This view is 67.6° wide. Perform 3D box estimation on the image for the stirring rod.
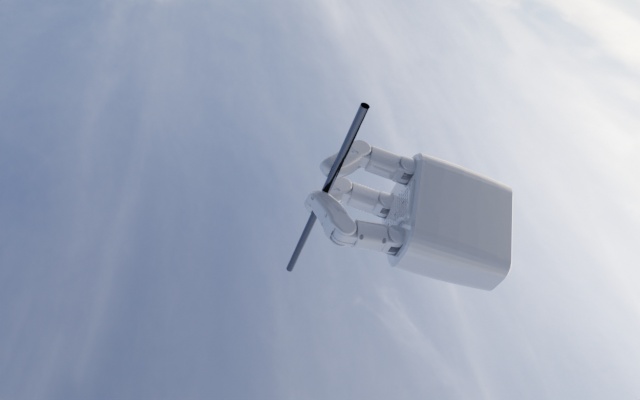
[{"bbox_3d":[0.000,0.002,0.466,0.011,0.011,0.240,0,-40,-23],"label":"stirring rod"}]
